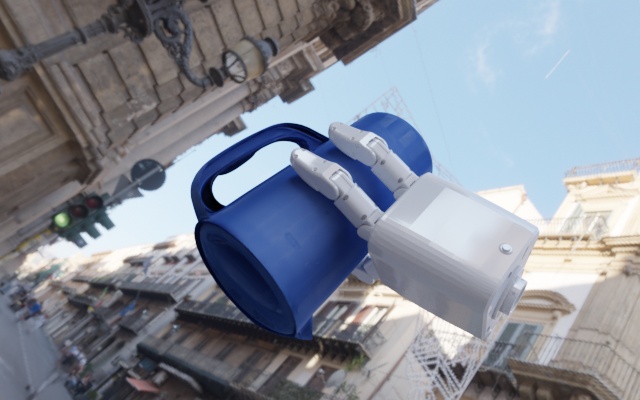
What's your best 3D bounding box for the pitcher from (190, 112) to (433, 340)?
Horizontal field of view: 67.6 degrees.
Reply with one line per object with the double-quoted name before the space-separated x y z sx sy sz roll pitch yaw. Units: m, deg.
"pitcher" 0.000 0.002 0.479 0.145 0.149 0.242 30 54 29
